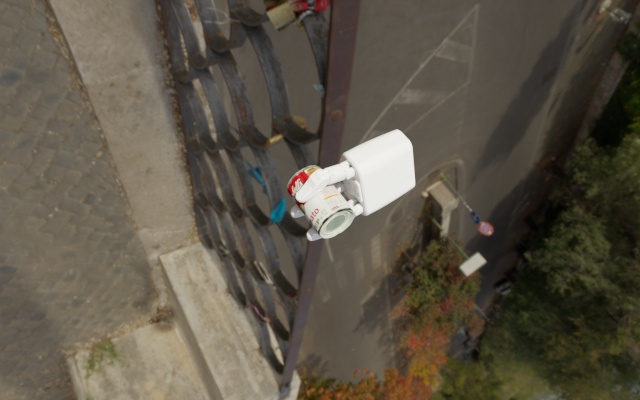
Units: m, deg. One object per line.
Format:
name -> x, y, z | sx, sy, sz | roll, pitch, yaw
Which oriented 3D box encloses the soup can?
soup can -> 0.000, 0.003, 0.769 | 0.068, 0.068, 0.102 | 0, 44, -46
